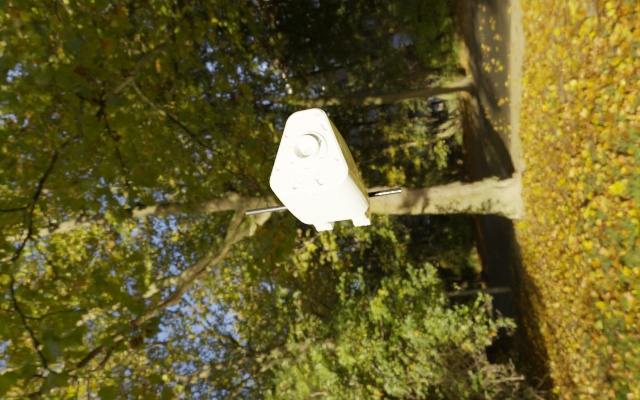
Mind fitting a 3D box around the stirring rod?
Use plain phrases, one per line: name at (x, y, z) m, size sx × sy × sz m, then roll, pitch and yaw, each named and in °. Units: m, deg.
stirring rod at (0.000, 0.002, 0.715) m, size 0.239 × 0.011 × 0.011 m, roll -8°, pitch -2°, yaw 15°
